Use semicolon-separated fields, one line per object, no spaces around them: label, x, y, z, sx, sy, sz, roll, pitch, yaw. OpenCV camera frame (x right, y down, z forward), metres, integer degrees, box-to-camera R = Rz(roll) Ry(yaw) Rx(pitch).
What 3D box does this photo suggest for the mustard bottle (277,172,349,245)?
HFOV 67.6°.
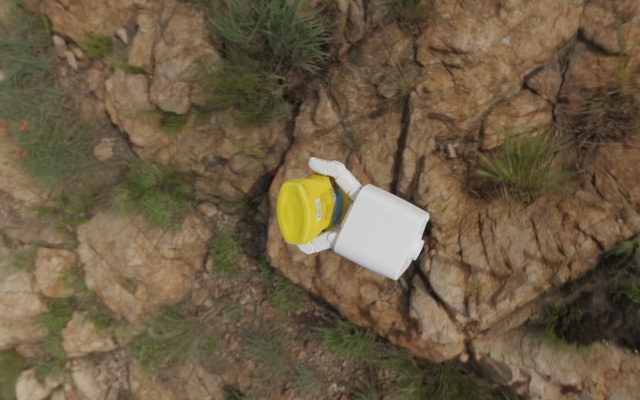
mustard bottle;0.000;0.003;0.775;0.058;0.096;0.191;0;11;26
